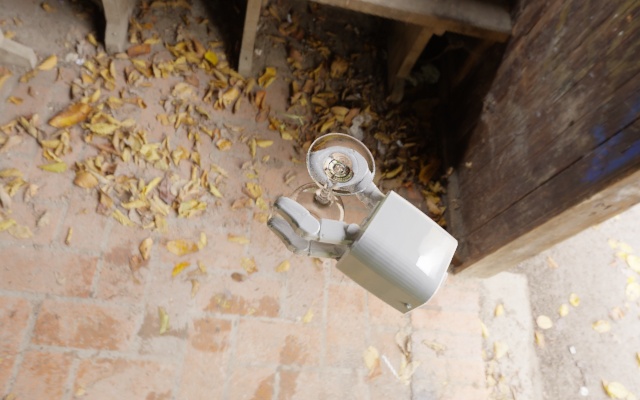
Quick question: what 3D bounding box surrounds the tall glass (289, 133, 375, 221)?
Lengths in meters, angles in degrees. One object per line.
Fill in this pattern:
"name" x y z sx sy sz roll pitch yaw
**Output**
"tall glass" 0.000 0.002 0.586 0.079 0.079 0.201 0 -24 -14
